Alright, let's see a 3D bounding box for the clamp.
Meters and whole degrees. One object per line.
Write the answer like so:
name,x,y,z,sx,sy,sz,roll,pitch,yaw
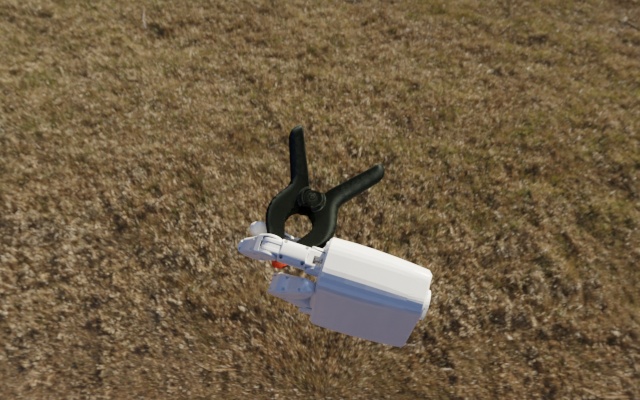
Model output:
clamp,0.000,0.002,0.537,0.120,0.171,0.039,16,-22,6
